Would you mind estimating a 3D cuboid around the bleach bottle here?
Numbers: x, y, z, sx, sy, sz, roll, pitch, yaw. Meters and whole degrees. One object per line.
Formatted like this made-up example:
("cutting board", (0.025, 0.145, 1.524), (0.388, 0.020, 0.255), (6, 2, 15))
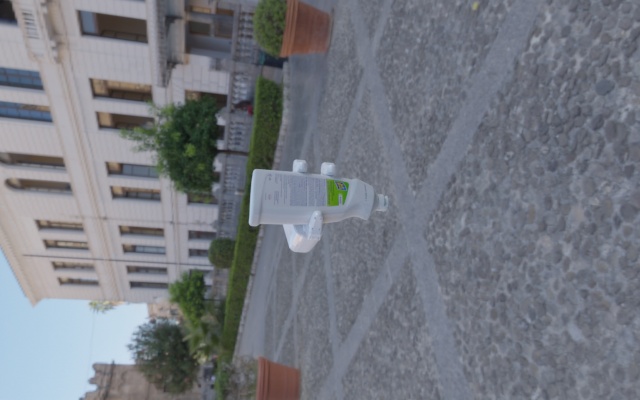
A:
("bleach bottle", (0.000, 0.003, 0.868), (0.251, 0.102, 0.068), (5, -25, -10))
